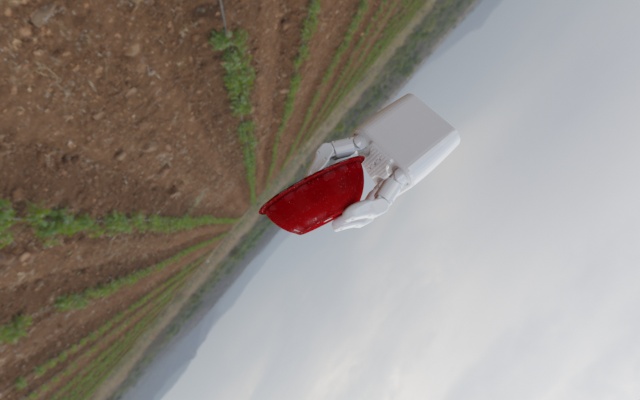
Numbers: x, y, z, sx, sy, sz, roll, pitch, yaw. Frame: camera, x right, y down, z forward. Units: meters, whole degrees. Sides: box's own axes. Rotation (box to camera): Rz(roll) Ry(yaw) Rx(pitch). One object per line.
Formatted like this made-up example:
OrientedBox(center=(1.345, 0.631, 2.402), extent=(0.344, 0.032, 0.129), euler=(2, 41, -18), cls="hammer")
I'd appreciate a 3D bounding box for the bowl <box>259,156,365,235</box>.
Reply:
OrientedBox(center=(-0.001, 0.003, 0.645), extent=(0.162, 0.055, 0.162), euler=(-27, -6, -3), cls="bowl")
